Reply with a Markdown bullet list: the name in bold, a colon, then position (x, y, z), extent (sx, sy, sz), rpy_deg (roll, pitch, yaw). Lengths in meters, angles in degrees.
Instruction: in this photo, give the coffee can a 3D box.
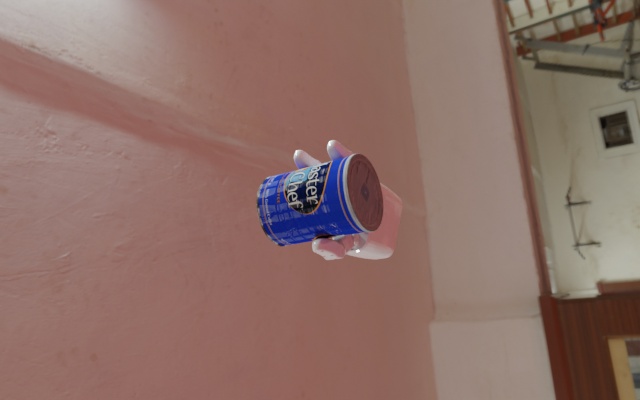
- **coffee can**: position (0.000, 0.002, 0.646), extent (0.140, 0.103, 0.103), rpy_deg (-12, -6, 30)
